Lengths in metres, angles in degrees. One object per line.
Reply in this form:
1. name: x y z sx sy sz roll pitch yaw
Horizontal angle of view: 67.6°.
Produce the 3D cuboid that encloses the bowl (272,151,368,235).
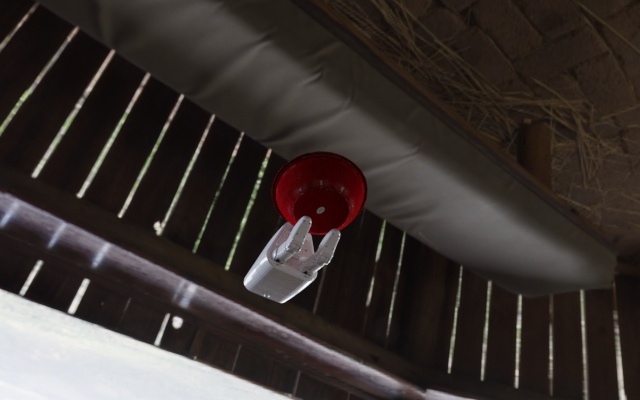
1. bowl: 0.001 0.002 0.780 0.162 0.162 0.055 0 35 -3
